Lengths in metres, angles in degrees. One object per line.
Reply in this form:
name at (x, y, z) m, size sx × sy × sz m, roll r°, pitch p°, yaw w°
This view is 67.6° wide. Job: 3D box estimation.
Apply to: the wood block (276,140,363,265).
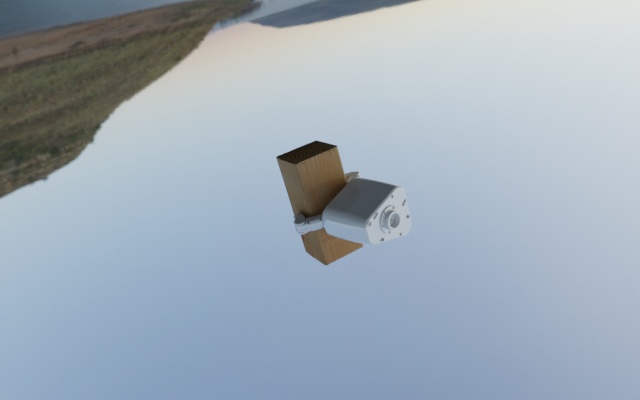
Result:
wood block at (0.000, 0.003, 0.896) m, size 0.091 × 0.206 × 0.090 m, roll -25°, pitch 23°, yaw -21°
